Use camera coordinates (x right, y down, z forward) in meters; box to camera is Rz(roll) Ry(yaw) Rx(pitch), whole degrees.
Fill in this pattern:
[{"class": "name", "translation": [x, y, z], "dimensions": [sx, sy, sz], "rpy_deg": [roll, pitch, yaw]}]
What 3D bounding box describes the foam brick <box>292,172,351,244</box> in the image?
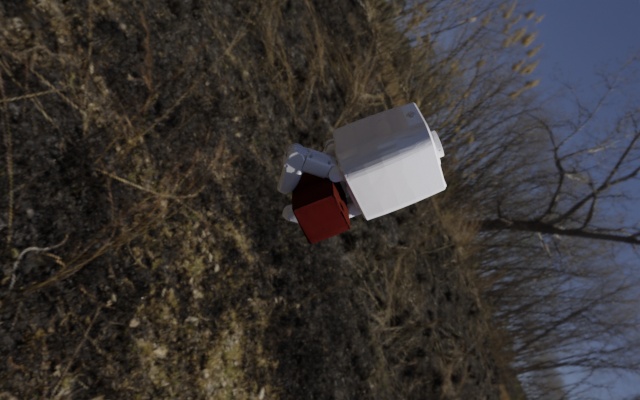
[{"class": "foam brick", "translation": [0.000, 0.002, 0.558], "dimensions": [0.051, 0.053, 0.078], "rpy_deg": [-20, 31, 10]}]
